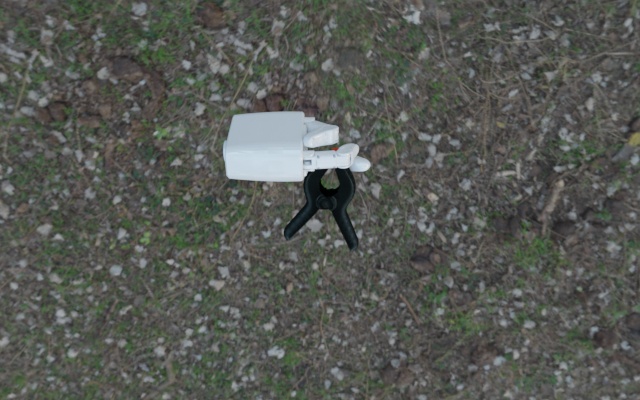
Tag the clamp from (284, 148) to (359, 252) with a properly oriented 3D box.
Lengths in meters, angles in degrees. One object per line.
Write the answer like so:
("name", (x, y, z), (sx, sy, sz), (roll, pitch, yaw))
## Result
("clamp", (0.000, 0.003, 0.734), (0.120, 0.171, 0.039), (-1, 25, 0))
